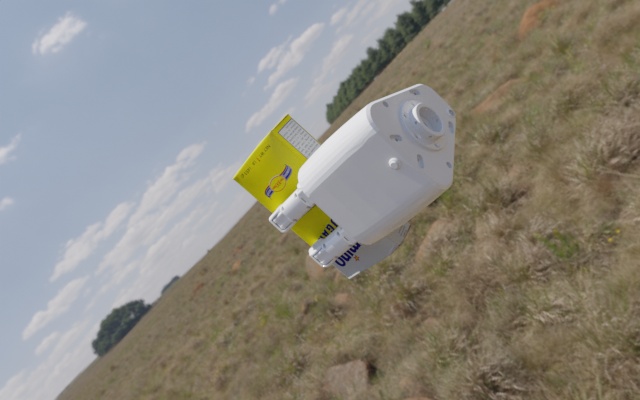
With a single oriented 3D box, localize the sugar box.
[{"bbox_3d":[0.000,0.002,0.512,0.093,0.176,0.048,-42,7,44],"label":"sugar box"}]
